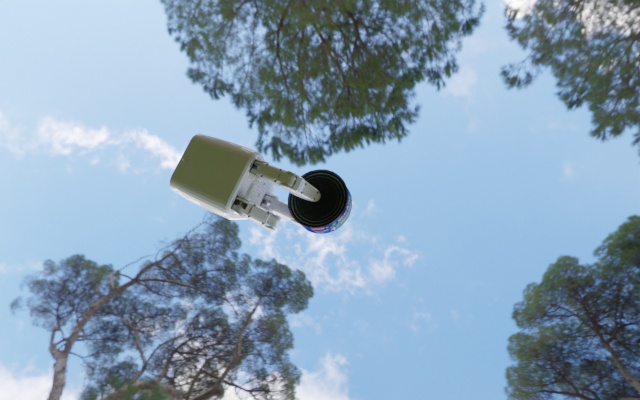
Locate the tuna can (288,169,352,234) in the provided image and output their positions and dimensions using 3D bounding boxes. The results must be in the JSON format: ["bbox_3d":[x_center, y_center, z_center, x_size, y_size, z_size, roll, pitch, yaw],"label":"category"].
[{"bbox_3d":[0.000,0.002,0.663,0.086,0.086,0.034,0,-21,17],"label":"tuna can"}]
